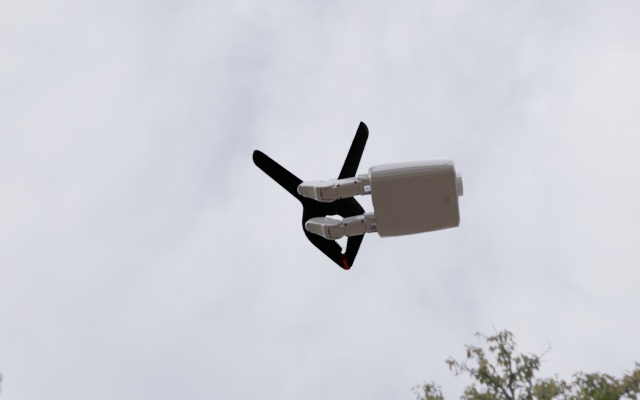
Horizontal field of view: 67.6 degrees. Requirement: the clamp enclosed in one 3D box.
[{"bbox_3d":[0.001,0.002,0.670,0.164,0.210,0.036,-6,21,14],"label":"clamp"}]
